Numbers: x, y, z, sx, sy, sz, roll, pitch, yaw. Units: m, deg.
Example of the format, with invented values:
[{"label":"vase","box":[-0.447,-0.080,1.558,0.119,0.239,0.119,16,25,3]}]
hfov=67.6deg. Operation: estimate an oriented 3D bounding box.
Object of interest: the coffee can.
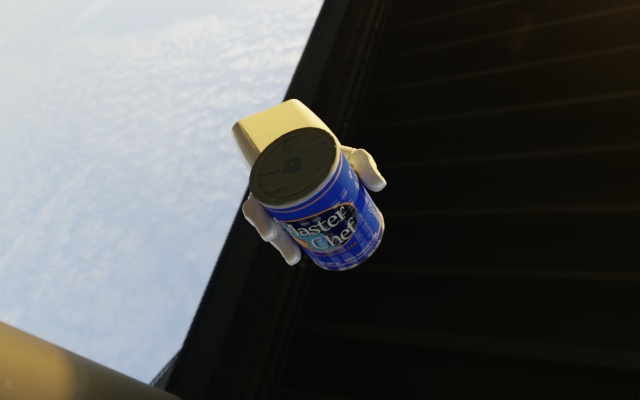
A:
[{"label":"coffee can","box":[0.000,0.002,0.536,0.103,0.102,0.140,0,-34,31]}]
